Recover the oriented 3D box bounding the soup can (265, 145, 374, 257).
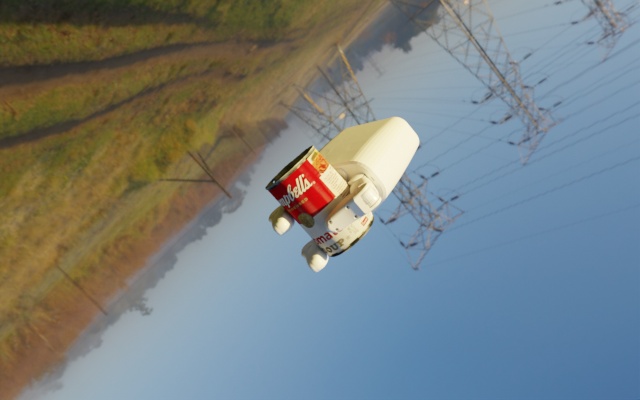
[{"bbox_3d":[0.000,0.002,0.509,0.068,0.102,0.068,-40,11,9],"label":"soup can"}]
